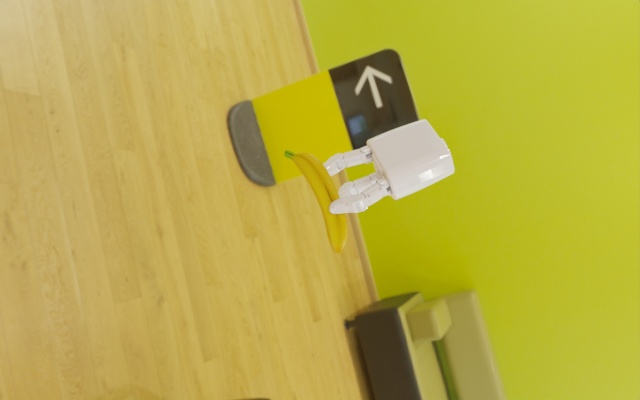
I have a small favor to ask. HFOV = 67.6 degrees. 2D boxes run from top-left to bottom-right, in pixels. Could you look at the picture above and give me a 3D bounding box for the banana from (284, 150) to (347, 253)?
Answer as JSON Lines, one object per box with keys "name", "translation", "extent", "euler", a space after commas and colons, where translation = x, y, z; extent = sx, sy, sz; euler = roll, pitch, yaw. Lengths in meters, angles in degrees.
{"name": "banana", "translation": [0.006, -0.001, 0.789], "extent": [0.037, 0.198, 0.069], "euler": [-29, 9, -23]}
